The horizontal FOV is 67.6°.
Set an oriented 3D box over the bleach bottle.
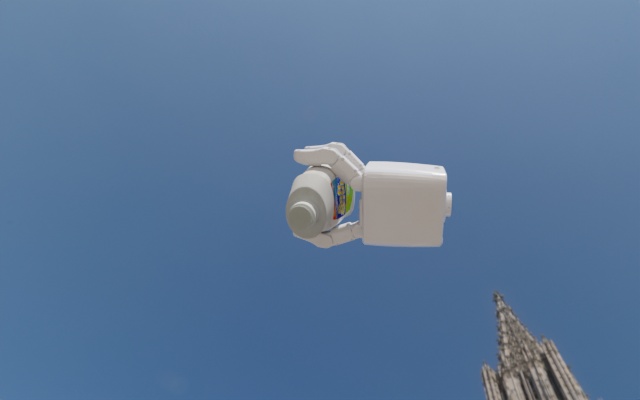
[{"bbox_3d":[0.000,0.002,0.651,0.068,0.102,0.250,4,13,10],"label":"bleach bottle"}]
